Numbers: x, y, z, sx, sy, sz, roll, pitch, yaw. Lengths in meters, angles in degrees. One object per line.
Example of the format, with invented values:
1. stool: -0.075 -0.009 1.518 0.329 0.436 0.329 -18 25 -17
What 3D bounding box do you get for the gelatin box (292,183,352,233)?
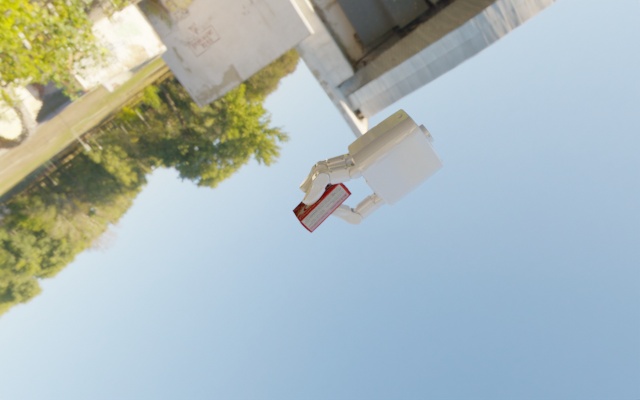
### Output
1. gelatin box: 0.000 0.003 0.752 0.030 0.089 0.073 45 0 -18
